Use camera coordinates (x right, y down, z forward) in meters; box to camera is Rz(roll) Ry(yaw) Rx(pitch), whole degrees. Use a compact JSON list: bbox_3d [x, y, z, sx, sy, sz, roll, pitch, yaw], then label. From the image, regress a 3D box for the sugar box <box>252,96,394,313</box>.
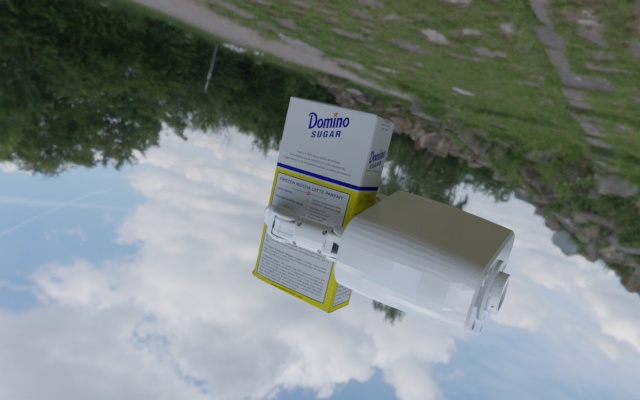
[{"bbox_3d":[0.000,0.002,0.438,0.093,0.176,0.048,19,9,29],"label":"sugar box"}]
